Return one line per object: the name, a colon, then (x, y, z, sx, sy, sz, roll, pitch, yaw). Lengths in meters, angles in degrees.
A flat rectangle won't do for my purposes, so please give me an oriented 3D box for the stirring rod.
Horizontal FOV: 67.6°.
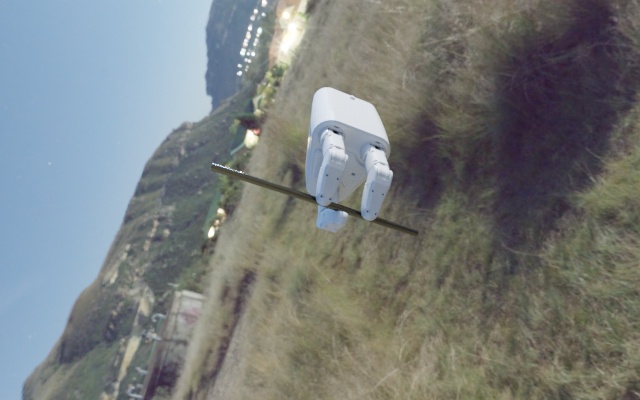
stirring rod: (0.000, 0.002, 0.515, 0.239, 0.011, 0.011, 18, -5, -16)
